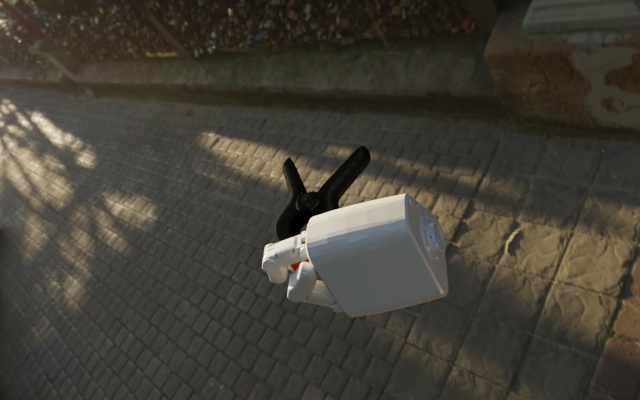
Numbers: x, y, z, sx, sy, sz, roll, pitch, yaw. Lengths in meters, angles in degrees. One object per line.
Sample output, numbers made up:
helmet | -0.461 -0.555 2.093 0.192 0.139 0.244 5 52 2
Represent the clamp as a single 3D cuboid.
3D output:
clamp | 0.000 0.002 0.560 0.120 0.171 0.039 -17 -42 26
